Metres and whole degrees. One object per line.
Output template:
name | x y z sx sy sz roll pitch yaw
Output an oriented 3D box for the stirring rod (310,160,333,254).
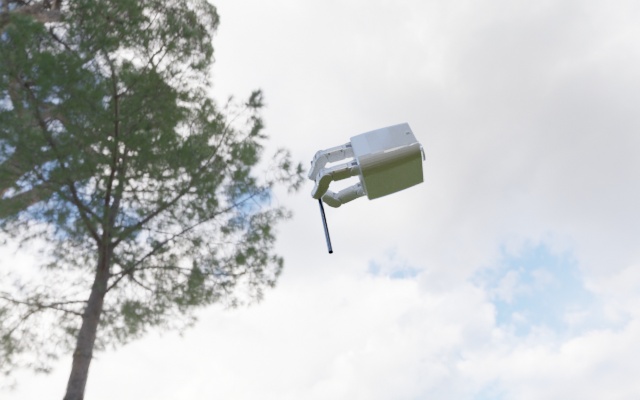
stirring rod | 0.000 0.003 0.810 0.011 0.011 0.239 0 39 -9
